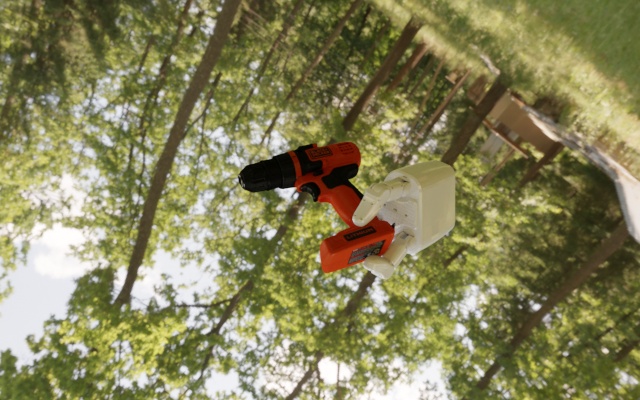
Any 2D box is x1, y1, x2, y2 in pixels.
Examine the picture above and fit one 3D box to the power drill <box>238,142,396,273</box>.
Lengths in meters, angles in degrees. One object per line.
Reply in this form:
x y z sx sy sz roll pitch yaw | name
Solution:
0.001 0.002 0.646 0.184 0.187 0.057 -16 -33 -20 | power drill
